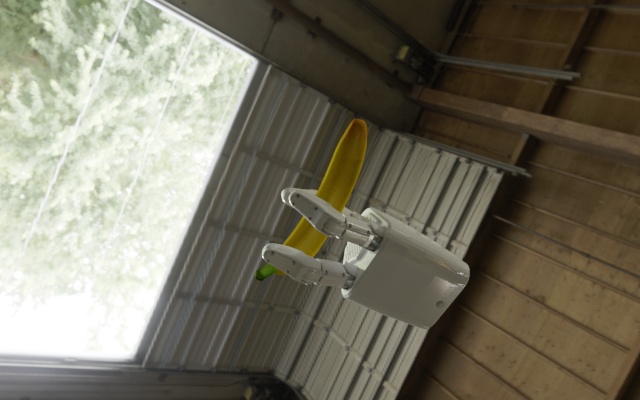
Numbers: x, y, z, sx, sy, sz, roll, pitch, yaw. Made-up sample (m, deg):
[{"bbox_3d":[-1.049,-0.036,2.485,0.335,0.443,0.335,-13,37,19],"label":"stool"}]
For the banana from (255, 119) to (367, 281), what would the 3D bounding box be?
[{"bbox_3d":[0.002,0.007,0.519,0.037,0.198,0.069,31,1,15],"label":"banana"}]
